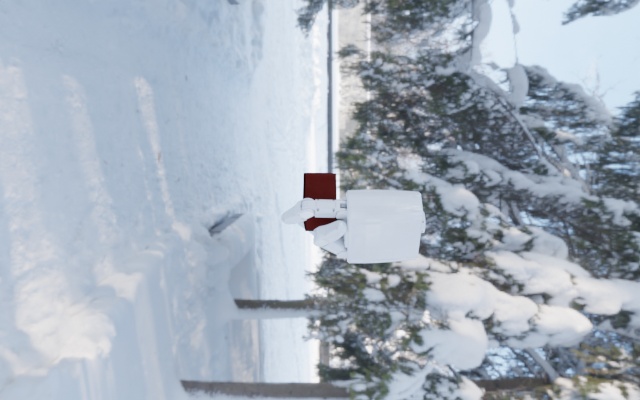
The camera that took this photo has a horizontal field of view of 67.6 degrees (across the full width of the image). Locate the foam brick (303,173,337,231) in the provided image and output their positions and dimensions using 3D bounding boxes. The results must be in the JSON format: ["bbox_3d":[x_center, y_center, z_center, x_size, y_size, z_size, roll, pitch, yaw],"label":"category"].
[{"bbox_3d":[0.000,0.002,0.737,0.051,0.078,0.053,-2,-33,3],"label":"foam brick"}]
